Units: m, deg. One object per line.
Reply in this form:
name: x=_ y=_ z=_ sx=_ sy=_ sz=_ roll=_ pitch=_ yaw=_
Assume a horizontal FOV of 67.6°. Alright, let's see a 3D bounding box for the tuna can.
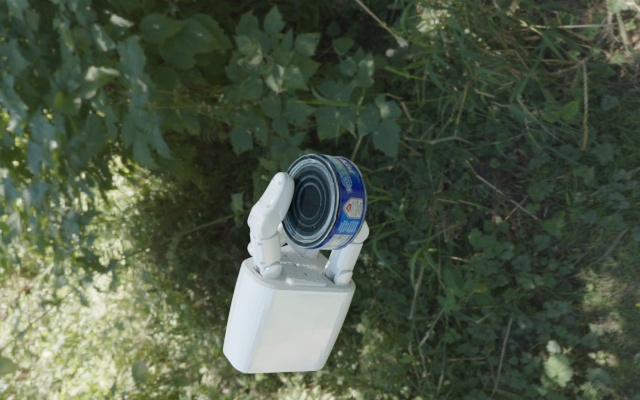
tuna can: x=0.000 y=0.001 z=0.425 sx=0.034 sy=0.086 sz=0.086 roll=5 pitch=-3 yaw=-40
